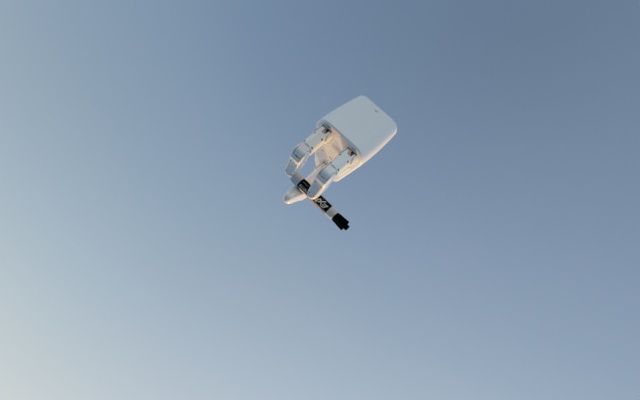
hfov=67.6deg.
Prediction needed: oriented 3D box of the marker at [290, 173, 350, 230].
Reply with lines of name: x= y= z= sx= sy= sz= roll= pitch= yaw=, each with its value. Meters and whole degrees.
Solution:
marker: x=0.000 y=0.003 z=0.756 sx=0.121 sy=0.020 sz=0.020 roll=44 pitch=10 yaw=11
